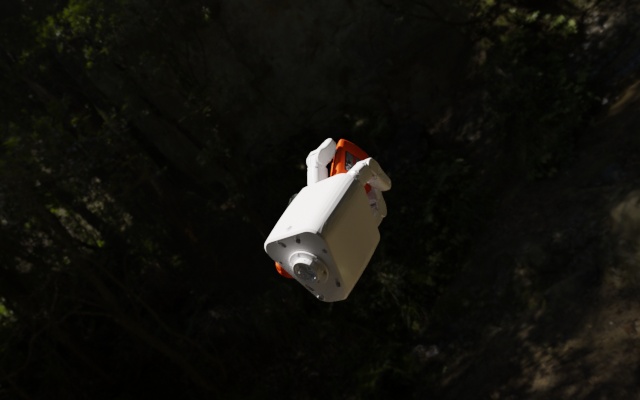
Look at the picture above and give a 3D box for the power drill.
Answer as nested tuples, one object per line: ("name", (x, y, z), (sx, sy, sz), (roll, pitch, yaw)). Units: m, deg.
("power drill", (0.000, 0.002, 0.712), (0.057, 0.188, 0.184), (27, 32, -16))
